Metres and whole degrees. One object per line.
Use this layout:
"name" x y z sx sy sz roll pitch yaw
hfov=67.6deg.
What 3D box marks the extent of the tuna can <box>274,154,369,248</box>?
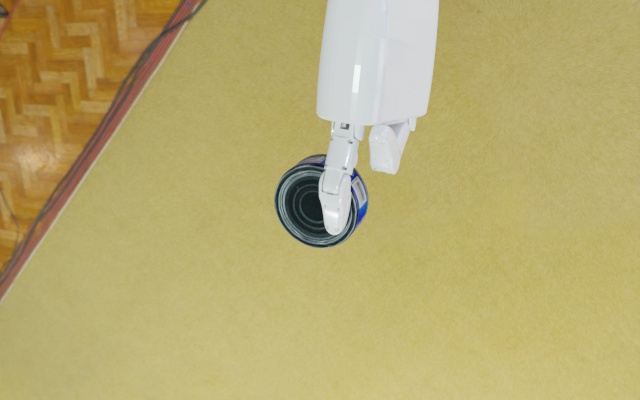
"tuna can" 0.000 0.002 0.453 0.086 0.086 0.033 0 21 23
